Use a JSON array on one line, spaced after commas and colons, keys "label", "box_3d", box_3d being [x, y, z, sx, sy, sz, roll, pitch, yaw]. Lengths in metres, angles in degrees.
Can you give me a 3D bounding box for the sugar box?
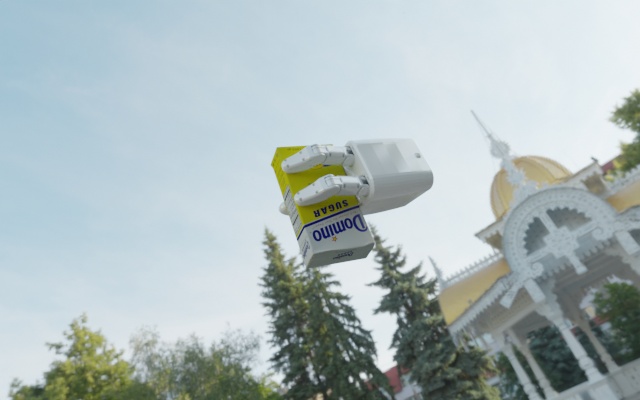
[{"label": "sugar box", "box_3d": [0.000, 0.002, 0.661, 0.093, 0.176, 0.048, -7, -34, -25]}]
